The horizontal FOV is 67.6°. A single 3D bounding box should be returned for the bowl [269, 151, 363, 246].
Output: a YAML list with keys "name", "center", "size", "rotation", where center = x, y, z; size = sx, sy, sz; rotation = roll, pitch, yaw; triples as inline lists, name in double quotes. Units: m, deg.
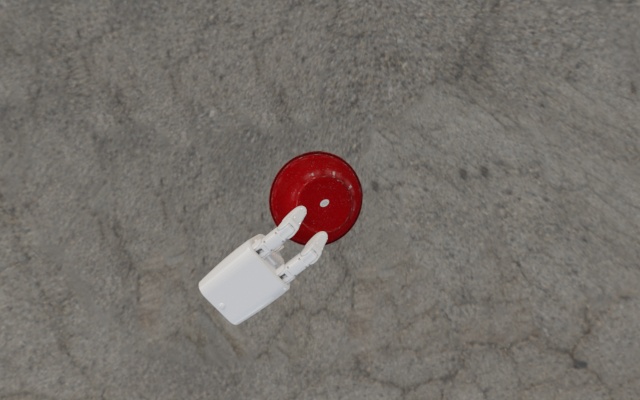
- name: "bowl"
  center: [0.001, 0.001, 0.773]
  size: [0.162, 0.162, 0.055]
  rotation: [0, 9, -14]
